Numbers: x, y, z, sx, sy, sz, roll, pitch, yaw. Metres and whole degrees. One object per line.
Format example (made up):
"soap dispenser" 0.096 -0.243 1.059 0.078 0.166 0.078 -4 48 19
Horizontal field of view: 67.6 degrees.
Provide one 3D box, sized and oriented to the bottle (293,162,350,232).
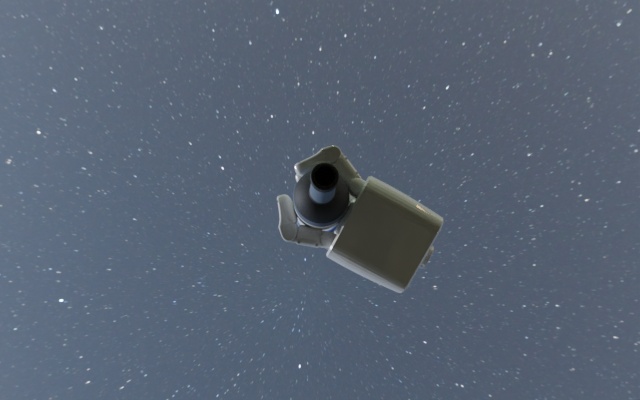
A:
"bottle" 0.000 0.002 0.597 0.069 0.069 0.296 0 -10 -2
